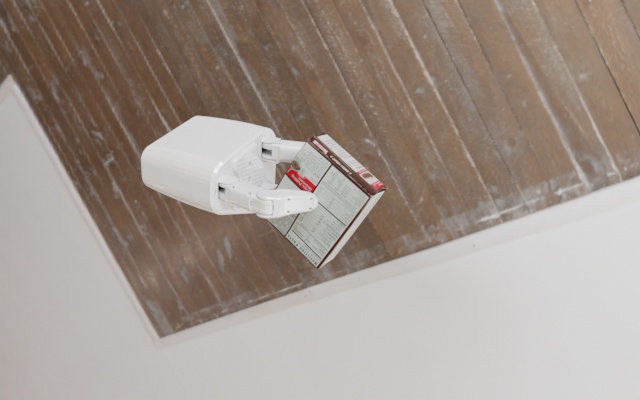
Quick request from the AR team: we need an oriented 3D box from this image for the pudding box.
[{"bbox_3d":[0.000,0.002,0.491,0.090,0.113,0.039,42,35,12],"label":"pudding box"}]
